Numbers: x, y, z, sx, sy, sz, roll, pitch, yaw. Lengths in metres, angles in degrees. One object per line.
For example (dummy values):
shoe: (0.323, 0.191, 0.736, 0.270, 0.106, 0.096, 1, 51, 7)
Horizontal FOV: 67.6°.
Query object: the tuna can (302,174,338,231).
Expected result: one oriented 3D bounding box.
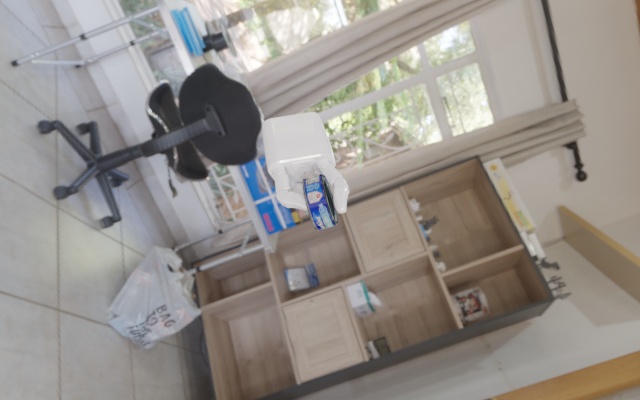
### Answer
tuna can: (0.001, 0.002, 0.753, 0.034, 0.086, 0.086, -15, -2, 8)
